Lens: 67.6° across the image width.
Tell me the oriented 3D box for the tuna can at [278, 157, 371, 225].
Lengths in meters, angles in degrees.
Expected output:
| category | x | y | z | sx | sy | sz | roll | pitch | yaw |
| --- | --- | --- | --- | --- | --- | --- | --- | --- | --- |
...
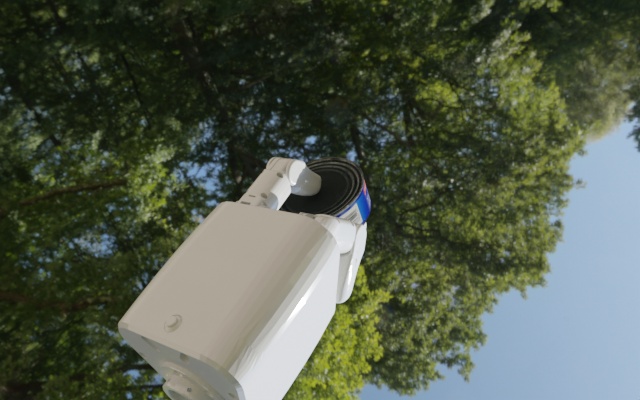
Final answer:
| category | x | y | z | sx | sy | sz | roll | pitch | yaw |
| --- | --- | --- | --- | --- | --- | --- | --- | --- | --- |
| tuna can | 0.000 | 0.002 | 0.418 | 0.086 | 0.034 | 0.086 | -14 | 39 | 11 |
